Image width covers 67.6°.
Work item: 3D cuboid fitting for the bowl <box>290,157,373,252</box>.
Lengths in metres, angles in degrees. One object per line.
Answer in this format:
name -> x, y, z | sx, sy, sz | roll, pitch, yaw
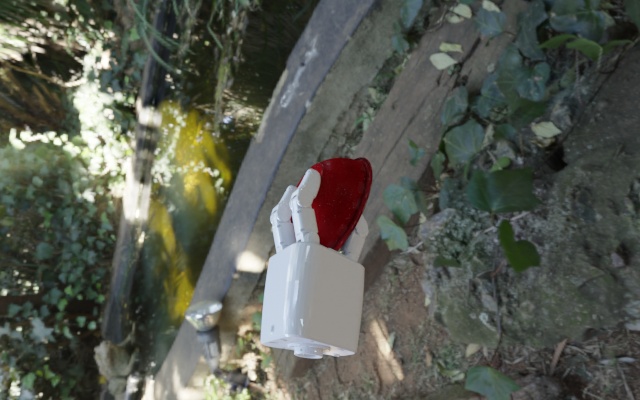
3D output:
bowl -> 0.000, 0.001, 0.640 | 0.055, 0.162, 0.162 | 28, -10, -19
